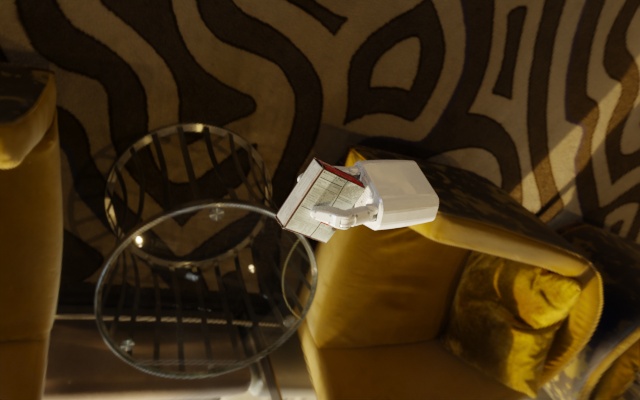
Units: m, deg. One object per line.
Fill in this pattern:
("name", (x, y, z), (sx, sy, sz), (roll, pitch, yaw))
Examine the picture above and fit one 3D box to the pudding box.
("pudding box", (0.000, 0.002, 0.716), (0.090, 0.113, 0.039), (24, 17, -36))
